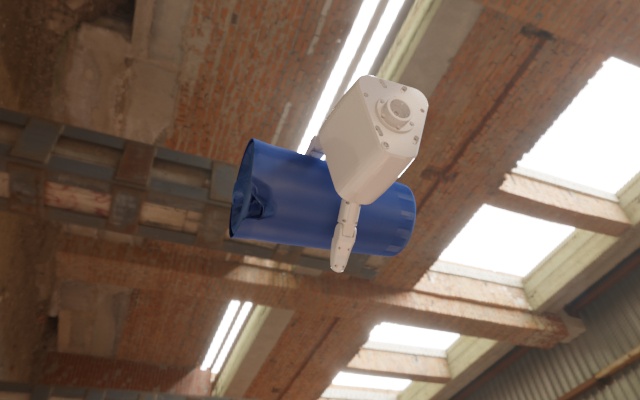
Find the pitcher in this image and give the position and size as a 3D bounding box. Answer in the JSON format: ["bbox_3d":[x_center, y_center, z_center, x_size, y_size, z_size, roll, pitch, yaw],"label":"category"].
[{"bbox_3d":[0.000,0.002,0.667,0.243,0.149,0.145,12,-30,-18],"label":"pitcher"}]
